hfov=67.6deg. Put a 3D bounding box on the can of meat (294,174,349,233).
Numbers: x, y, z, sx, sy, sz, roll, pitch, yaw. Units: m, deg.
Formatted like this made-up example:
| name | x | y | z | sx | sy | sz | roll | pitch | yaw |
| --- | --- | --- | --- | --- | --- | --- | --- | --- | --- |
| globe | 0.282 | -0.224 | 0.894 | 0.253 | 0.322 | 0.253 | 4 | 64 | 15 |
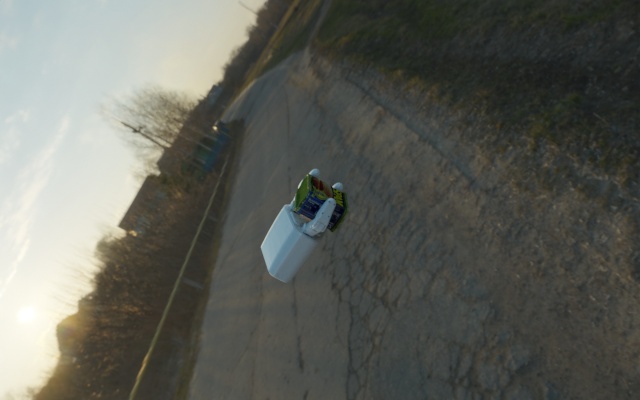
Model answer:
| name | x | y | z | sx | sy | sz | roll | pitch | yaw |
| --- | --- | --- | --- | --- | --- | --- | --- | --- | --- |
| can of meat | 0.000 | 0.003 | 0.882 | 0.084 | 0.057 | 0.102 | 29 | 21 | -14 |
